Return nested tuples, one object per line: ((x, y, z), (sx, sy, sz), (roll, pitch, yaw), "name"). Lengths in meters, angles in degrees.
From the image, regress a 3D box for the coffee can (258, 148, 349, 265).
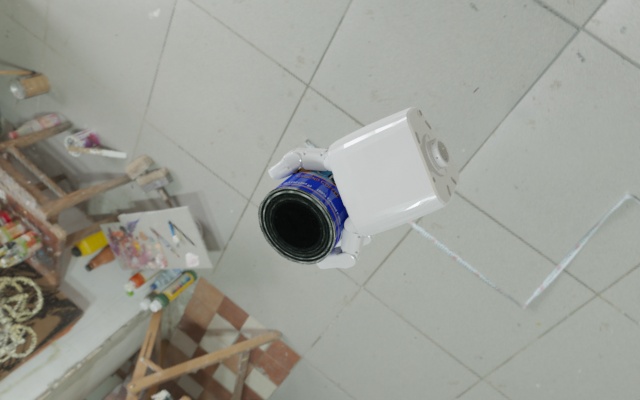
((0.000, 0.002, 0.612), (0.103, 0.103, 0.140), (0, 25, 28), "coffee can")
